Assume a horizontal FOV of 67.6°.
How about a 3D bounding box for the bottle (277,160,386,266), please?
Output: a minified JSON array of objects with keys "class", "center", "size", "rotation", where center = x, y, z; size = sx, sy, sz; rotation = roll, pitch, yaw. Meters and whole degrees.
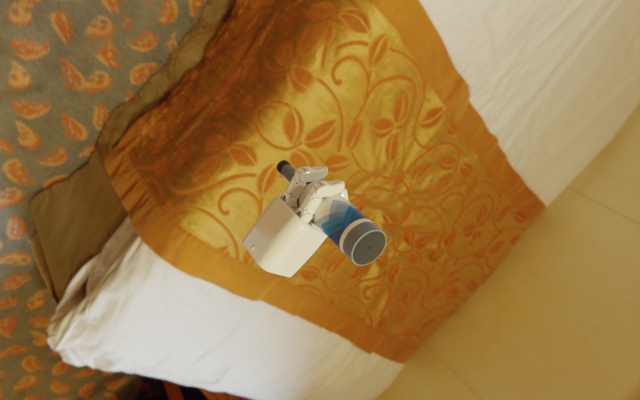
[{"class":"bottle","center":[0.000,0.003,0.839],"size":[0.069,0.069,0.295],"rotation":[0,29,-36]}]
